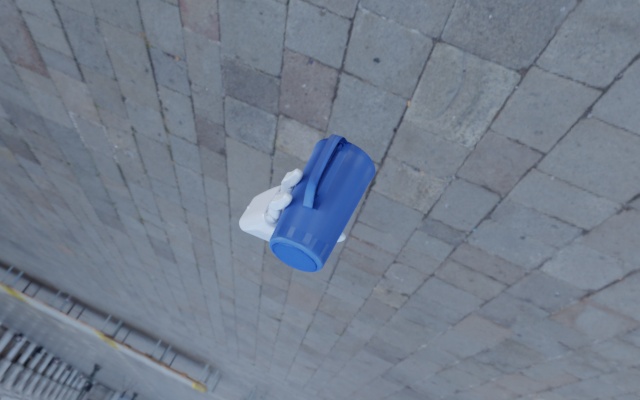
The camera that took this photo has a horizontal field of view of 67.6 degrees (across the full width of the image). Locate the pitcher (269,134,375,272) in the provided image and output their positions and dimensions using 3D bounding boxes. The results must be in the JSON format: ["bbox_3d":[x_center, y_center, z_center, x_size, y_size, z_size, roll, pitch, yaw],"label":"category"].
[{"bbox_3d":[0.000,0.003,0.899,0.149,0.242,0.145,41,-32,-23],"label":"pitcher"}]
